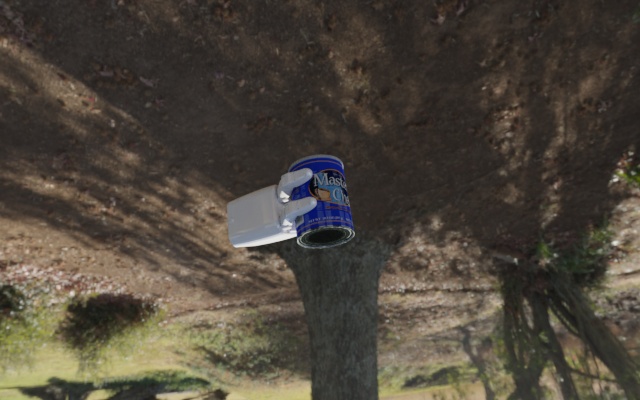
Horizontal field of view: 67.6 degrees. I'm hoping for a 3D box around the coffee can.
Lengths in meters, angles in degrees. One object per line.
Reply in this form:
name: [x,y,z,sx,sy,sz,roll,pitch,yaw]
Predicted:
coffee can: [0.000,0.003,0.860,0.103,0.140,0.103,-7,-24,-3]
